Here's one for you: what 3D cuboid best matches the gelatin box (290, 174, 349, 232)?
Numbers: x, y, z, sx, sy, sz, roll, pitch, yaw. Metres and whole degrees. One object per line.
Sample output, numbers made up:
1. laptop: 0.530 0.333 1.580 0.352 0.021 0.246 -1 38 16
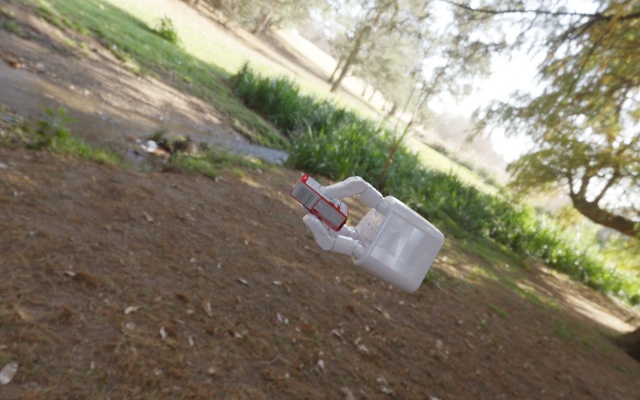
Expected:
1. gelatin box: 0.000 0.002 0.706 0.089 0.030 0.073 39 11 -4
